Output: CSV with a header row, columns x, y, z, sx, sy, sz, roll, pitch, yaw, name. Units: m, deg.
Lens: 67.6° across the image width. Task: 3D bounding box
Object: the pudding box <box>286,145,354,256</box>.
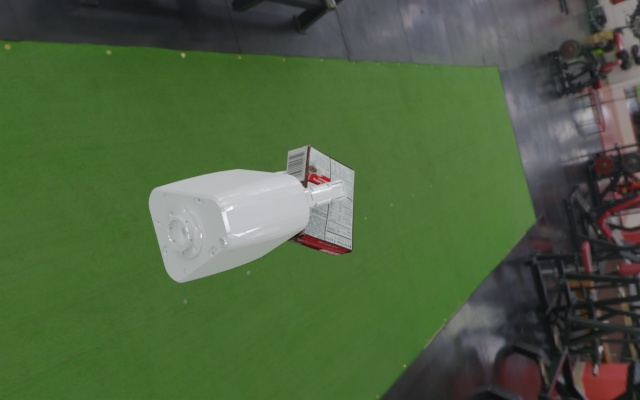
x,y,z,sx,sy,sz,roll,pitch,yaw,name
0.000,0.002,0.571,0.039,0.113,0.090,-12,-26,39,pudding box
